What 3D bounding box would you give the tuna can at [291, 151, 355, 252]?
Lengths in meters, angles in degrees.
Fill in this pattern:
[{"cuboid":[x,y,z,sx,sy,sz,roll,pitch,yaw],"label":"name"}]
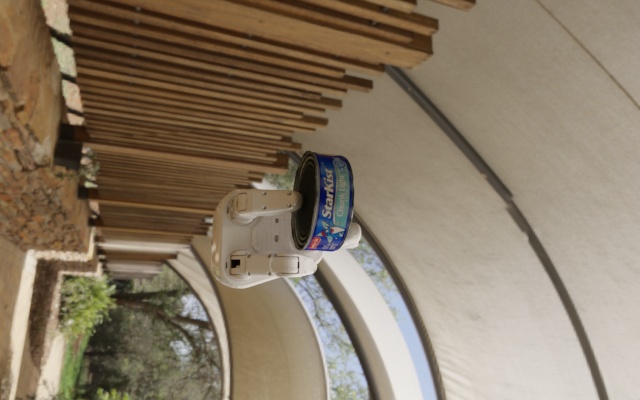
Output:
[{"cuboid":[0.001,0.001,0.414,0.034,0.086,0.086,5,-2,-16],"label":"tuna can"}]
